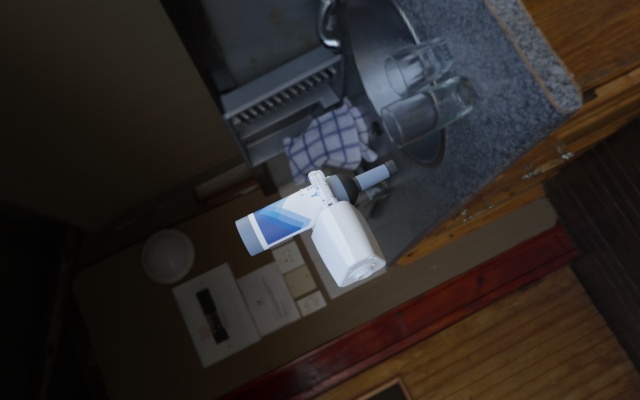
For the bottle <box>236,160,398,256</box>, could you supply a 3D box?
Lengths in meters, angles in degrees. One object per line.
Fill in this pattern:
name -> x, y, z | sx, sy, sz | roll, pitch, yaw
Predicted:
bottle -> 0.000, 0.003, 0.835 | 0.295, 0.069, 0.069 | -26, 3, -6
